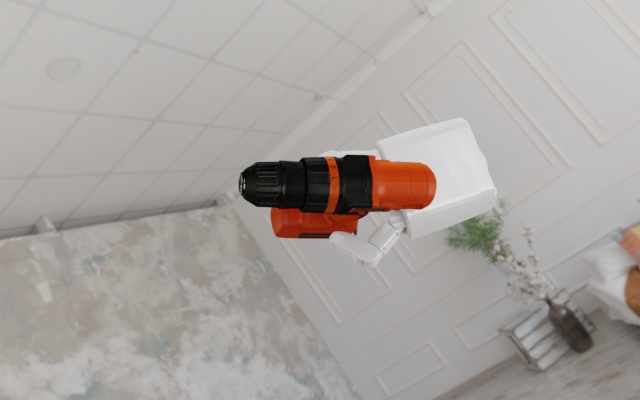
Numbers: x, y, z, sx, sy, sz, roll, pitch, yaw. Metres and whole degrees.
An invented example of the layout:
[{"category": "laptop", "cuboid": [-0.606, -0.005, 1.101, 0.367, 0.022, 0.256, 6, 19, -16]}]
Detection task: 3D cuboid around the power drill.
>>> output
[{"category": "power drill", "cuboid": [0.000, 0.002, 0.498, 0.184, 0.057, 0.188, 2, -11, -16]}]
